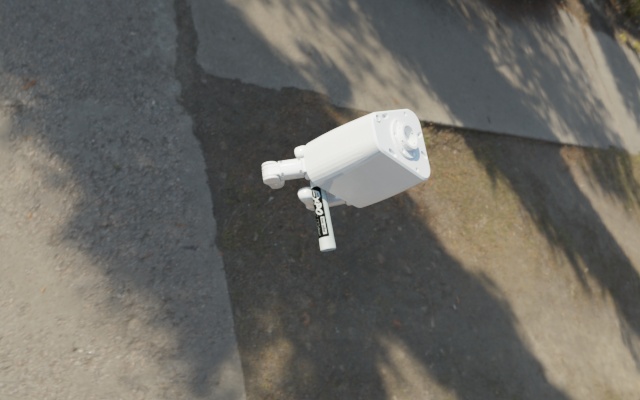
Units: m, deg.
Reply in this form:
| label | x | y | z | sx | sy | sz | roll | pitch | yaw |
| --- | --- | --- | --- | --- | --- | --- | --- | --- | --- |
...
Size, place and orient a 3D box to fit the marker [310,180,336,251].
| label | x | y | z | sx | sy | sz | roll | pitch | yaw |
| --- | --- | --- | --- | --- | --- | --- | --- | --- | --- |
| marker | 0.000 | 0.002 | 0.590 | 0.020 | 0.121 | 0.020 | -9 | -15 | -2 |
